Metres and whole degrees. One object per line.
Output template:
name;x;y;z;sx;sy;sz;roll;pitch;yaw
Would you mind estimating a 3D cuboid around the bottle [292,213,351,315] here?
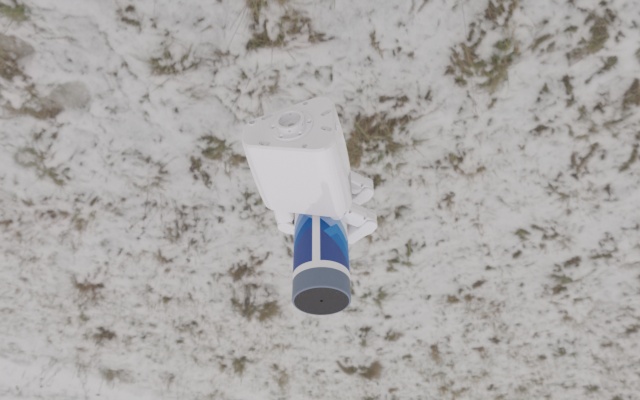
bottle;0.000;0.002;0.630;0.069;0.295;0.069;0;-41;0
